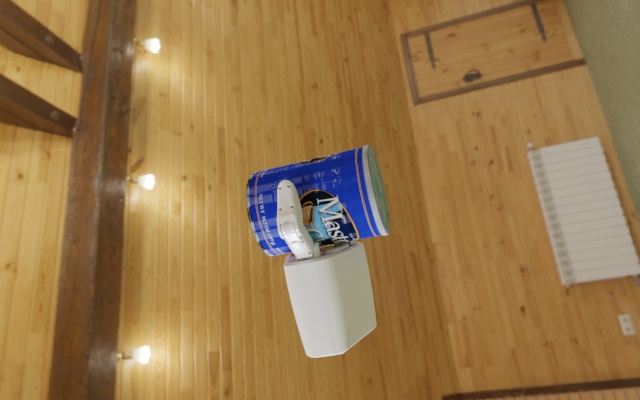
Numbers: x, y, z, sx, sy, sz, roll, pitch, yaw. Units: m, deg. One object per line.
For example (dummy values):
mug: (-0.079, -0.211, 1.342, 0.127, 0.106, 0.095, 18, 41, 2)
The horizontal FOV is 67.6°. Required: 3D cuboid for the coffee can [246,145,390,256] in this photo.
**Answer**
coffee can: (0.000, 0.002, 0.548, 0.140, 0.103, 0.103, -12, -3, 14)
